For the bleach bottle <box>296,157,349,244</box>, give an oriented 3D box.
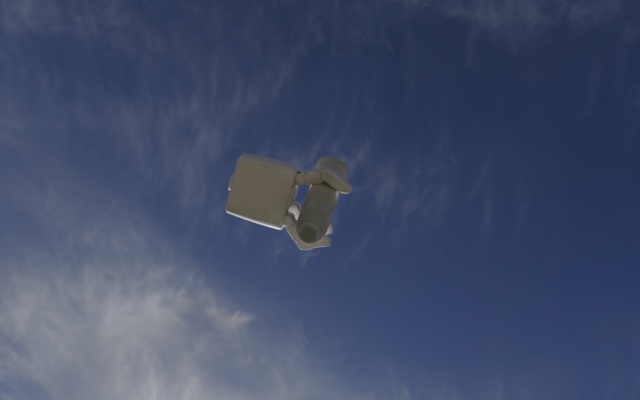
[{"bbox_3d":[0.000,0.003,0.858,0.068,0.103,0.250,17,22,2],"label":"bleach bottle"}]
